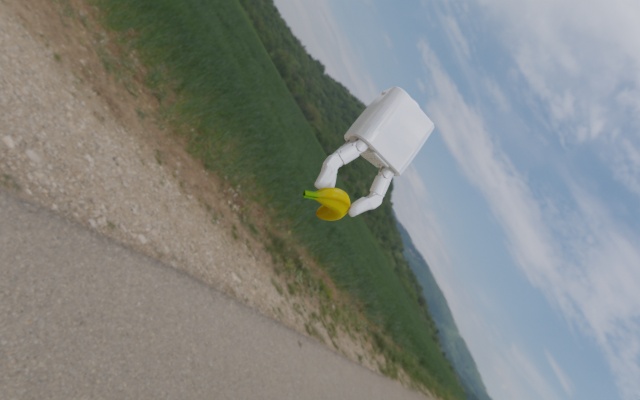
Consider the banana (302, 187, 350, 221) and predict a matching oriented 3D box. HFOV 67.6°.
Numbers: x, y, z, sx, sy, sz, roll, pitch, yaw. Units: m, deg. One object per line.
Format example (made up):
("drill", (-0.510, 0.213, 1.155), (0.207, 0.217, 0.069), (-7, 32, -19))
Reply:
("banana", (0.018, 0.006, 0.817), (0.069, 0.037, 0.198), (13, -11, 9))
